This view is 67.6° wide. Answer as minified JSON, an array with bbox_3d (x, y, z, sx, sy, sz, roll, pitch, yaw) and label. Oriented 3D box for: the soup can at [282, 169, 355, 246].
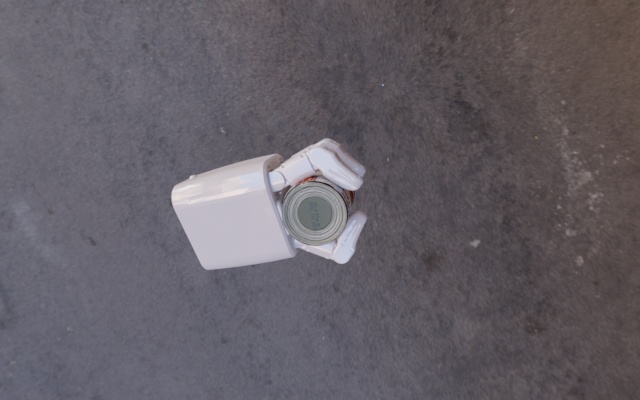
[{"bbox_3d":[0.001,0.002,0.512,0.068,0.068,0.102,0,14,8],"label":"soup can"}]
